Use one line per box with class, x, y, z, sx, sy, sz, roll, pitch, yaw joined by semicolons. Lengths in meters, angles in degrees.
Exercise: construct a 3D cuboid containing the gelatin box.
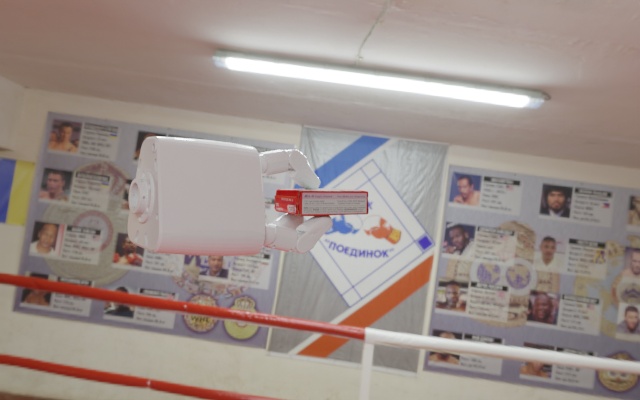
gelatin box;0.000;0.001;0.557;0.089;0.030;0.073;-1;3;-26
